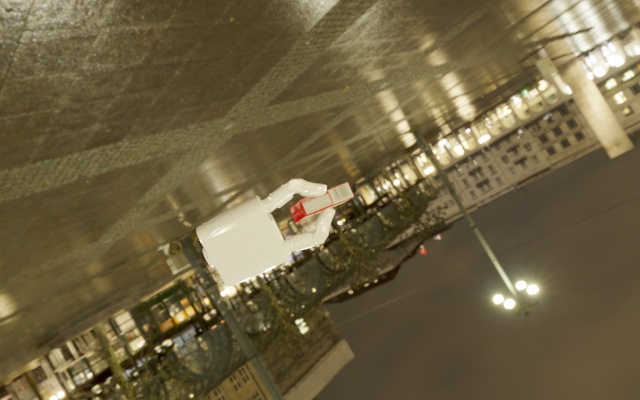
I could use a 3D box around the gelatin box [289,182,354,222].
[{"bbox_3d":[0.001,0.003,0.772,0.089,0.030,0.073,-22,-3,-17],"label":"gelatin box"}]
